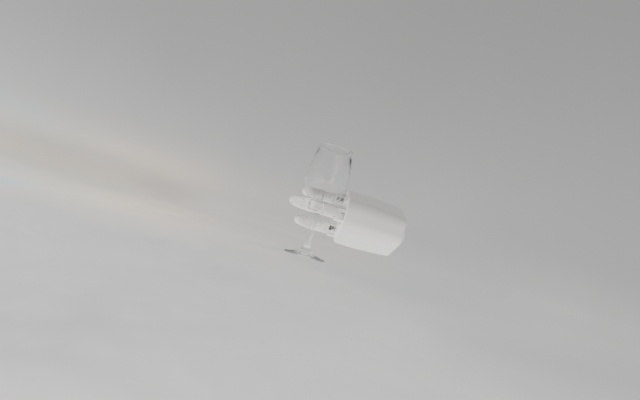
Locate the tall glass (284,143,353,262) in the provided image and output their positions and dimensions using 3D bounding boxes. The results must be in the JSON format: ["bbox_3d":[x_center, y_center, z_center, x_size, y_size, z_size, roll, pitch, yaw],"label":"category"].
[{"bbox_3d":[0.000,0.003,0.846,0.079,0.201,0.079,17,-4,1],"label":"tall glass"}]
